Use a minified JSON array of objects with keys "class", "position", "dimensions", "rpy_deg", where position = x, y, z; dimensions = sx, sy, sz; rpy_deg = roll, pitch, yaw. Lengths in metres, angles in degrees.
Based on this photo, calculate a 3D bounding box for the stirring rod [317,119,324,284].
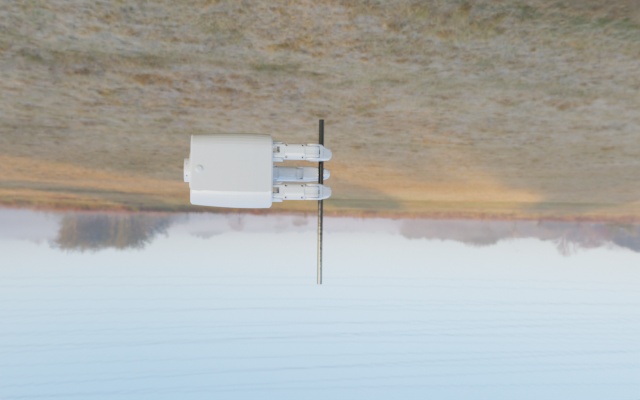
[{"class":"stirring rod","position":[0.000,0.002,0.699],"dimensions":[0.011,0.239,0.011],"rpy_deg":[1,1,0]}]
